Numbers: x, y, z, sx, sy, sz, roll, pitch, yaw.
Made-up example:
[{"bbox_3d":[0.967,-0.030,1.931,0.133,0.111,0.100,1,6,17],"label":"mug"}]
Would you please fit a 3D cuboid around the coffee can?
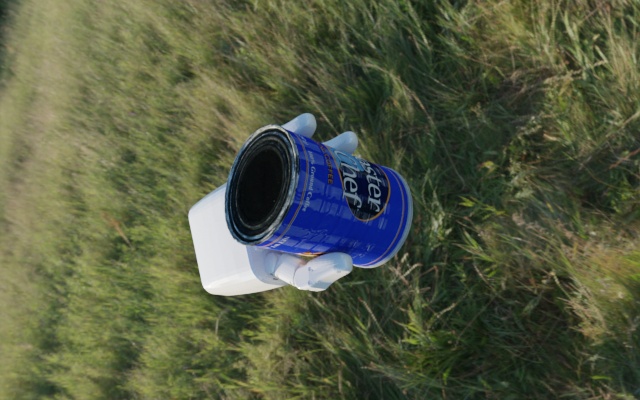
[{"bbox_3d":[0.000,0.001,0.433,0.140,0.103,0.103,16,-10,-39],"label":"coffee can"}]
